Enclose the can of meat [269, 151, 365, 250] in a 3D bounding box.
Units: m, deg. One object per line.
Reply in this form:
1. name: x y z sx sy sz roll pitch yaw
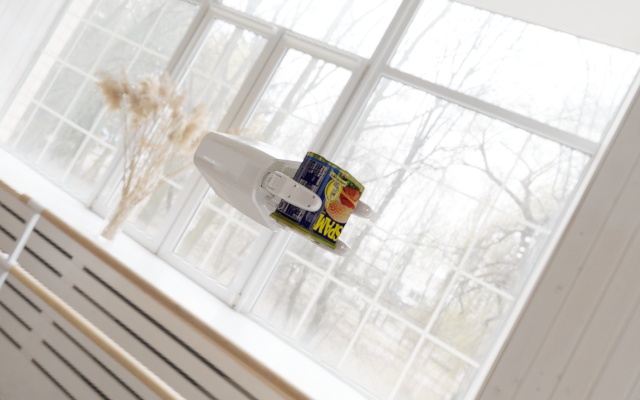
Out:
1. can of meat: 0.000 0.001 0.547 0.057 0.084 0.102 26 -4 29
